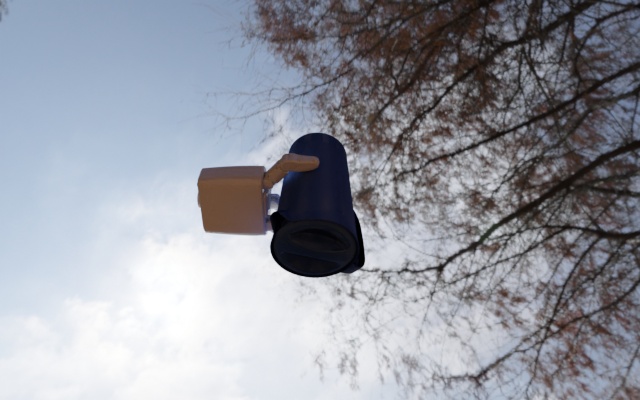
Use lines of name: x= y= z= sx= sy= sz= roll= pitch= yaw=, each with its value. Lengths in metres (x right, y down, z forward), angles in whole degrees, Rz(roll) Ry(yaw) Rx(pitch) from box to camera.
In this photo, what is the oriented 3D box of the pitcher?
pitcher: x=0.000 y=0.003 z=0.797 sx=0.145 sy=0.149 sz=0.242 roll=-1 pitch=43 yaw=3
